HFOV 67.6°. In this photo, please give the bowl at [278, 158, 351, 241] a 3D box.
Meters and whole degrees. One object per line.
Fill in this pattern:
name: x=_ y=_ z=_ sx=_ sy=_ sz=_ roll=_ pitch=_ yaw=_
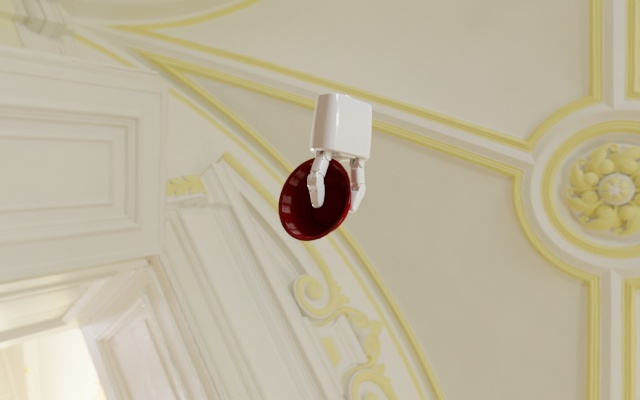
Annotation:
bowl: x=0.000 y=0.004 z=0.888 sx=0.162 sy=0.162 sz=0.055 roll=0 pitch=-17 yaw=36
